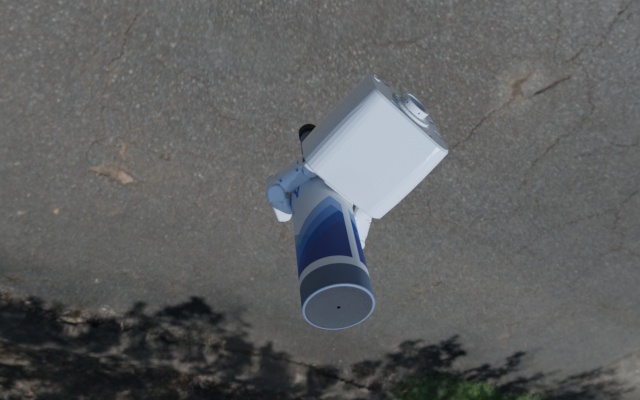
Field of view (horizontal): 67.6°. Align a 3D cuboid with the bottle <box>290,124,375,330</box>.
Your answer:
[{"bbox_3d":[0.000,0.002,0.538,0.069,0.069,0.295,0,40,-8],"label":"bottle"}]
